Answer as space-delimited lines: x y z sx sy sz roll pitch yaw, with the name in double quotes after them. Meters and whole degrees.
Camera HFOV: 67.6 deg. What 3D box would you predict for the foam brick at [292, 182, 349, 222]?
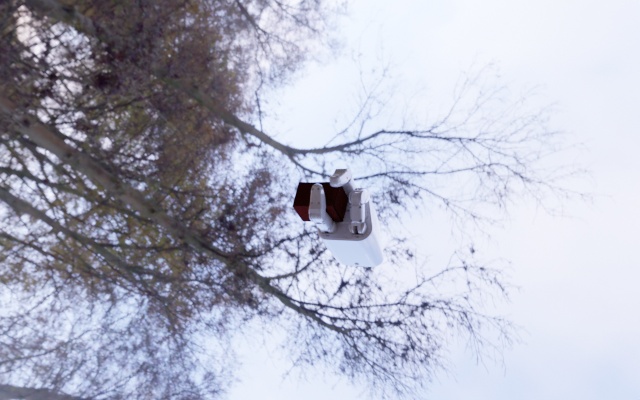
0.000 0.003 0.821 0.078 0.053 0.051 1 -34 24 "foam brick"
